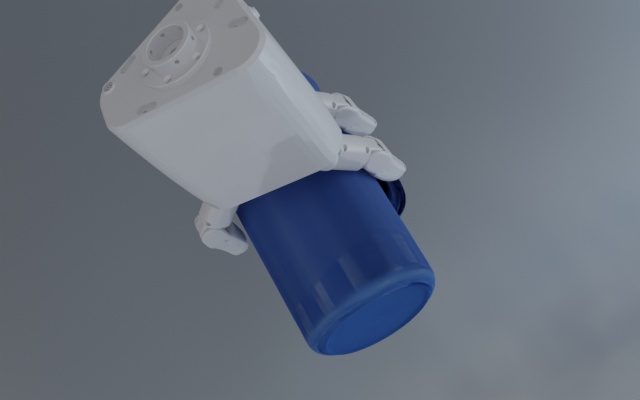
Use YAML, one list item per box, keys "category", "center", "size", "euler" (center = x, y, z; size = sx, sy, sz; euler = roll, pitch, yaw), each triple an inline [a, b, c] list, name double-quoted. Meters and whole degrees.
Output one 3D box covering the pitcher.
- category: "pitcher"
  center: [0.000, 0.001, 0.421]
  size: [0.149, 0.242, 0.145]
  euler: [-35, -34, 5]
